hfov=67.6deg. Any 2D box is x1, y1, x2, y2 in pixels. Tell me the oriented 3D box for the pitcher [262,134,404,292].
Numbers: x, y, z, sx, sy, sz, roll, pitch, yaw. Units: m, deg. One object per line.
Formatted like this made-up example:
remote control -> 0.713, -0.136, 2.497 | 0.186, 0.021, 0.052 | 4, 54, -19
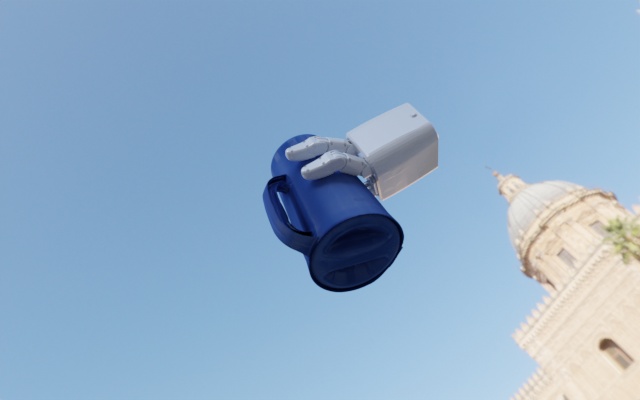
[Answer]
pitcher -> 0.000, 0.002, 0.689 | 0.145, 0.149, 0.242 | -29, 42, -2
